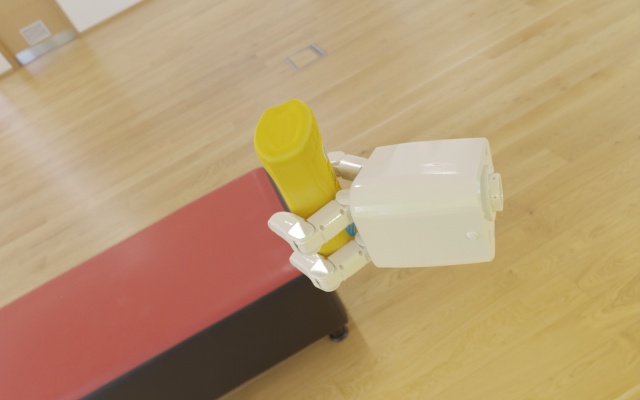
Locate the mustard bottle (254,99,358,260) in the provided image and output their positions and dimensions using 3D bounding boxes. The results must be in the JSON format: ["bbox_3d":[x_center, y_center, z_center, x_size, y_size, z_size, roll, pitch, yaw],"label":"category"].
[{"bbox_3d":[0.000,0.001,0.473,0.058,0.192,0.096,-21,39,7],"label":"mustard bottle"}]
